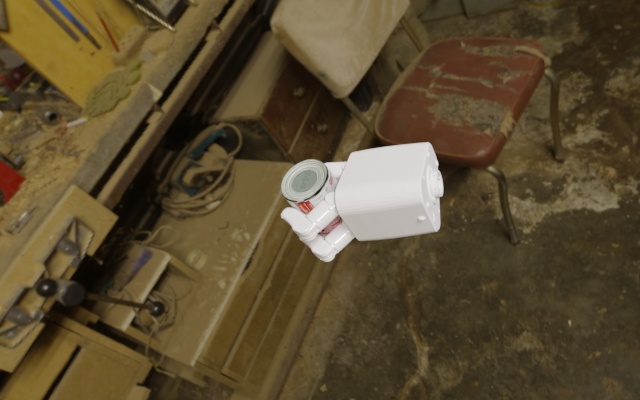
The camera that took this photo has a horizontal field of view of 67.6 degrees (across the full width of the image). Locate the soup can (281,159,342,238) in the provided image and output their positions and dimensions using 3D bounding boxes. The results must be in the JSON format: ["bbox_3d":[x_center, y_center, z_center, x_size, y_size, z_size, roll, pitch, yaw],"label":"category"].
[{"bbox_3d":[0.000,0.002,0.635,0.068,0.068,0.102,0,-34,31],"label":"soup can"}]
